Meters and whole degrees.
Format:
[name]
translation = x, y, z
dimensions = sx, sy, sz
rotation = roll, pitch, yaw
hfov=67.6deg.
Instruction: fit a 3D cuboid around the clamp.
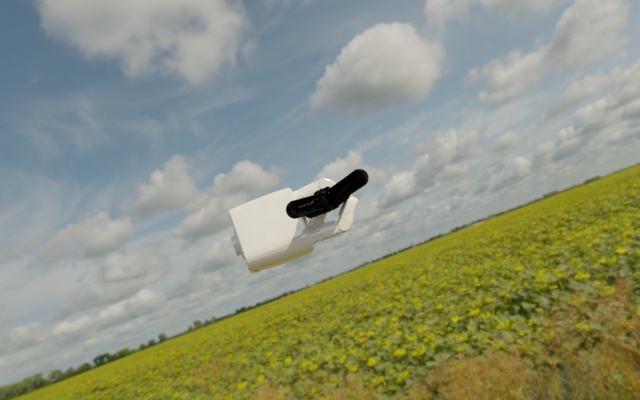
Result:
[clamp]
translation = 0.000, 0.002, 0.705
dimensions = 0.120, 0.039, 0.171
rotation = -19, -9, -11
